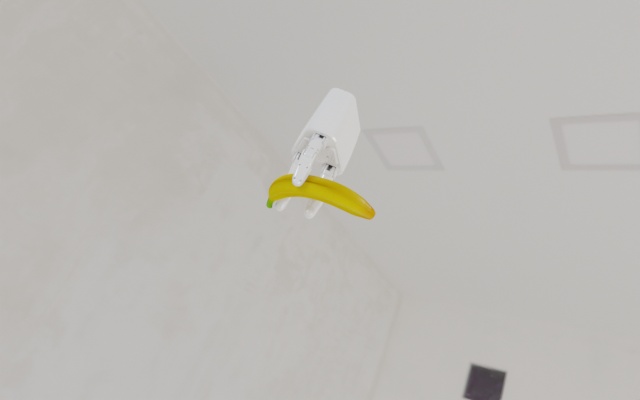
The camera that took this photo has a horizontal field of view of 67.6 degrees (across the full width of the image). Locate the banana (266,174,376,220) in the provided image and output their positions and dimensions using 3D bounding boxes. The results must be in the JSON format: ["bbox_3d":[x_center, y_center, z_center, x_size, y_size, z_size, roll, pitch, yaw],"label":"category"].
[{"bbox_3d":[-0.008,-0.010,0.762,0.198,0.037,0.070,7,-38,27],"label":"banana"}]
